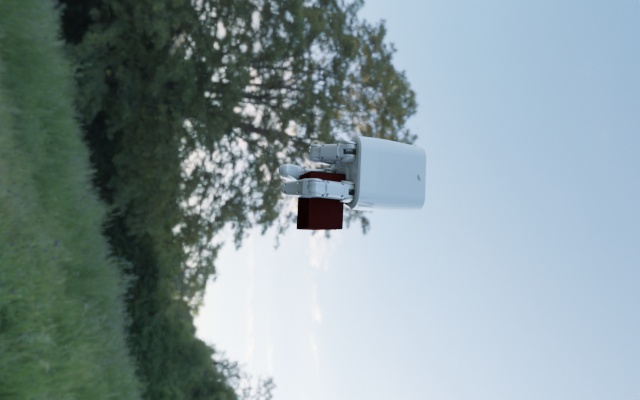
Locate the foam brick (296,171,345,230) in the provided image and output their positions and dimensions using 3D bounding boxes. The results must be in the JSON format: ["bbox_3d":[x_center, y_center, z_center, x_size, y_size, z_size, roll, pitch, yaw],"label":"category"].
[{"bbox_3d":[0.000,0.002,0.656,0.051,0.078,0.053,5,-6,-20],"label":"foam brick"}]
